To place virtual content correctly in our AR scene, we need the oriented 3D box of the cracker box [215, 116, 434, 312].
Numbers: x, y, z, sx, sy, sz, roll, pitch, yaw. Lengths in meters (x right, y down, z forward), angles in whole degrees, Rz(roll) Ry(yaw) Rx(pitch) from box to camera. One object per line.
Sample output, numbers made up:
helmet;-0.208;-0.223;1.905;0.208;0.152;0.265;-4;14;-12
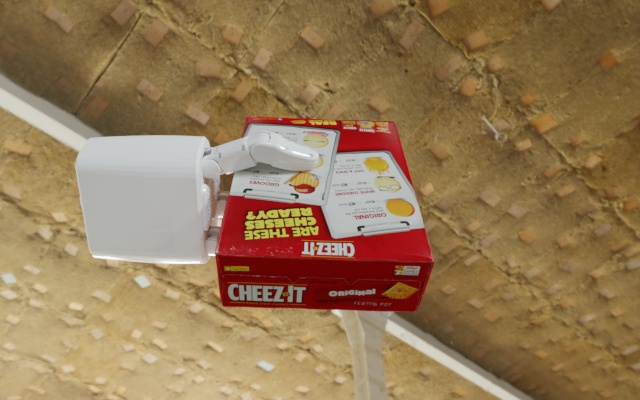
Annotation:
cracker box;0.000;0.001;0.450;0.164;0.072;0.213;2;38;-3
